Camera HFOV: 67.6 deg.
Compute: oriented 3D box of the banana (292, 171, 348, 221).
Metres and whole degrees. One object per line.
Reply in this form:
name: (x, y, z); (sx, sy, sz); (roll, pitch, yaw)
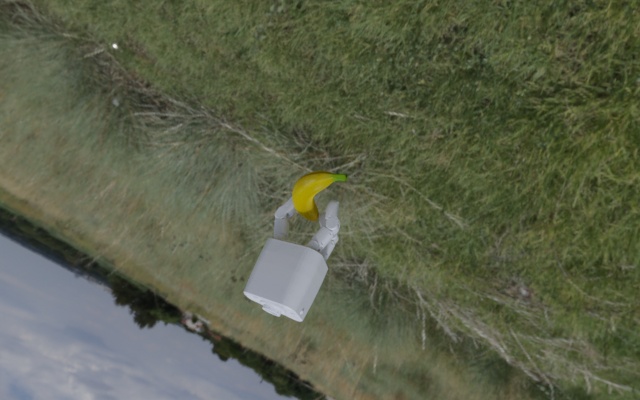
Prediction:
banana: (-0.016, -0.006, 0.814); (0.069, 0.037, 0.198); (25, -24, -5)
